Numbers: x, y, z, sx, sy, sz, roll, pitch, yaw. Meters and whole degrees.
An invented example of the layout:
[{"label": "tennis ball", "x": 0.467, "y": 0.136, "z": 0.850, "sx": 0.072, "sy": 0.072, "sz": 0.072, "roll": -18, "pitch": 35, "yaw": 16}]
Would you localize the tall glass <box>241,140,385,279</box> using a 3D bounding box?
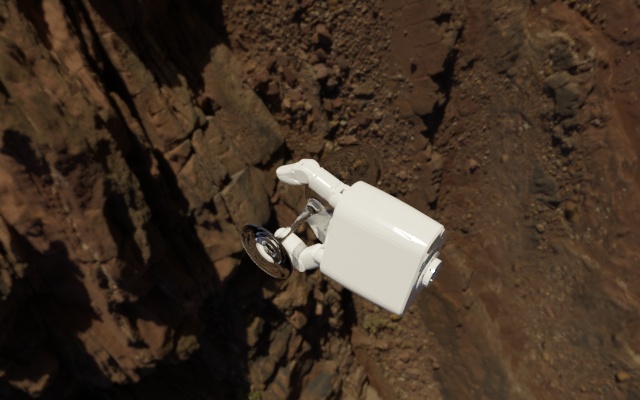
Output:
[{"label": "tall glass", "x": 0.000, "y": 0.002, "z": 0.576, "sx": 0.079, "sy": 0.079, "sz": 0.201, "roll": 0, "pitch": 34, "yaw": 46}]
